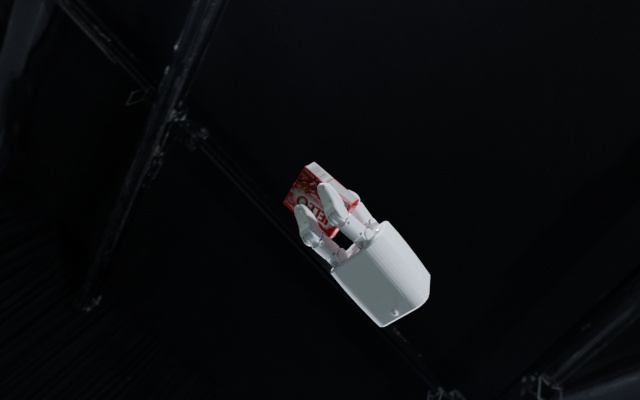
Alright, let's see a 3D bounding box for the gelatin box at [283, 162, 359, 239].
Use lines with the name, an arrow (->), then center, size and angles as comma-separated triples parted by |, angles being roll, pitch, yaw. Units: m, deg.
gelatin box -> 0.000, 0.002, 0.676 | 0.089, 0.073, 0.030 | 41, 34, 12
